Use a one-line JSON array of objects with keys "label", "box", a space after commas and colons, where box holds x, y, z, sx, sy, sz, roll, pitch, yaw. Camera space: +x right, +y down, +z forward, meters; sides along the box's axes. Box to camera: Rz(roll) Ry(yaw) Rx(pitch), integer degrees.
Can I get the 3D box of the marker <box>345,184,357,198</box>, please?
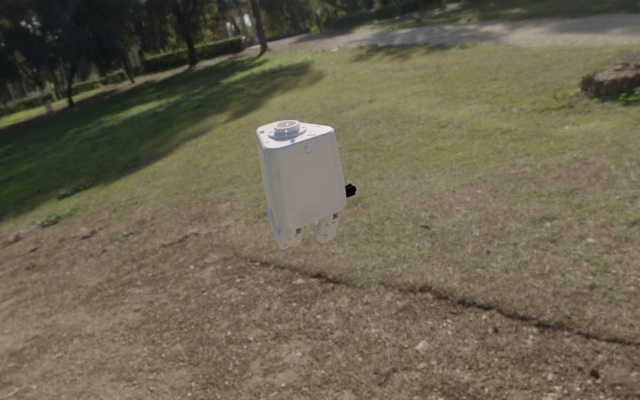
[{"label": "marker", "box": [0.000, 0.002, 0.677, 0.121, 0.020, 0.020, -22, 9, -25]}]
